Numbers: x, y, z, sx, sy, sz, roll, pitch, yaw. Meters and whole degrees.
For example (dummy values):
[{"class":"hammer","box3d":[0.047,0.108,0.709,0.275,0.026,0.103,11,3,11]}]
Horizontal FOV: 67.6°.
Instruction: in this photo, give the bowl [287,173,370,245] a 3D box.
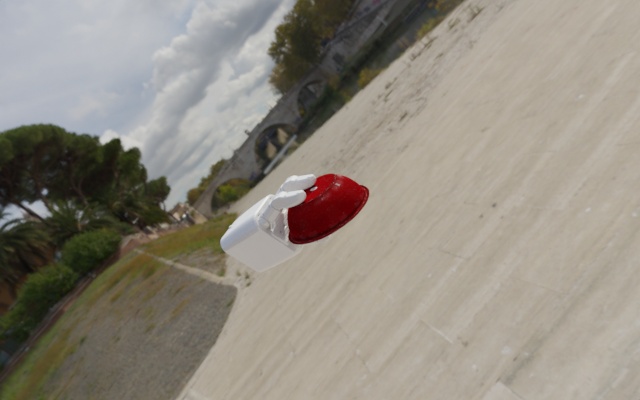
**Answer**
[{"class":"bowl","box3d":[0.001,0.002,0.810,0.162,0.055,0.162,-29,20,12]}]
